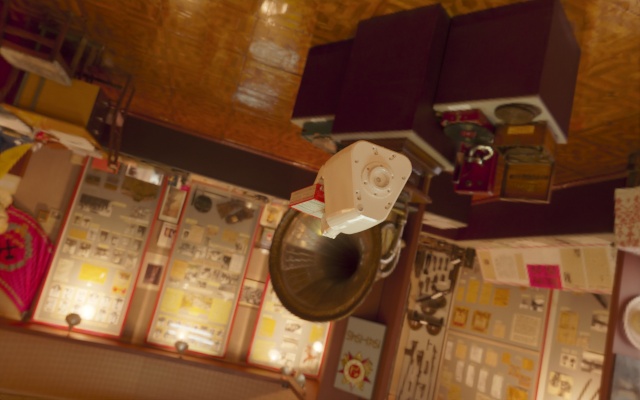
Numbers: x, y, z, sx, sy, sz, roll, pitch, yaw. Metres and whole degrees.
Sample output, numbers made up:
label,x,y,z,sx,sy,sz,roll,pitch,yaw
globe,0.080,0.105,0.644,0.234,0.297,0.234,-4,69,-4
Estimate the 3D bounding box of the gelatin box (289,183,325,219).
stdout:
label,x,y,z,sx,sy,sz,roll,pitch,yaw
gelatin box,0.000,0.003,0.799,0.073,0.030,0.089,22,-21,-27
